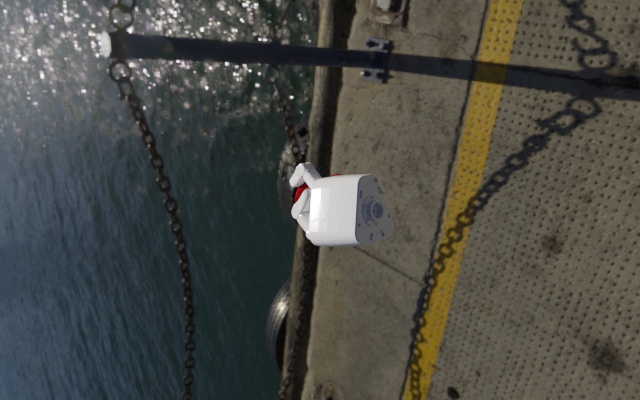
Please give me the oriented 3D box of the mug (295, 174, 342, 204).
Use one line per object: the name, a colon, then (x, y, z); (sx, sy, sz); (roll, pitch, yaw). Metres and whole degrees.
mug: (-0.001, 0.003, 0.881); (0.081, 0.093, 0.117); (-12, 4, -42)
